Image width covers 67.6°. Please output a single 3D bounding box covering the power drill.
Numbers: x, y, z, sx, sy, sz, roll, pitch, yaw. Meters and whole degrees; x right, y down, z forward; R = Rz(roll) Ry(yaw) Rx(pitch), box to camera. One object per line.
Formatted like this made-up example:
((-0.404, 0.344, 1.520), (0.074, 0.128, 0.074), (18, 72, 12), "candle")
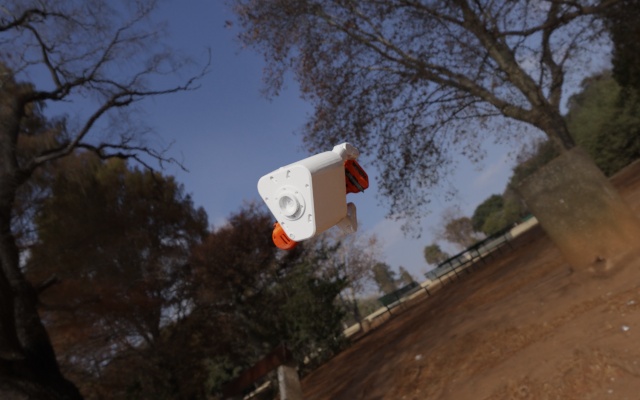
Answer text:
((0.000, 0.003, 0.856), (0.188, 0.057, 0.184), (-41, 8, 12), "power drill")
